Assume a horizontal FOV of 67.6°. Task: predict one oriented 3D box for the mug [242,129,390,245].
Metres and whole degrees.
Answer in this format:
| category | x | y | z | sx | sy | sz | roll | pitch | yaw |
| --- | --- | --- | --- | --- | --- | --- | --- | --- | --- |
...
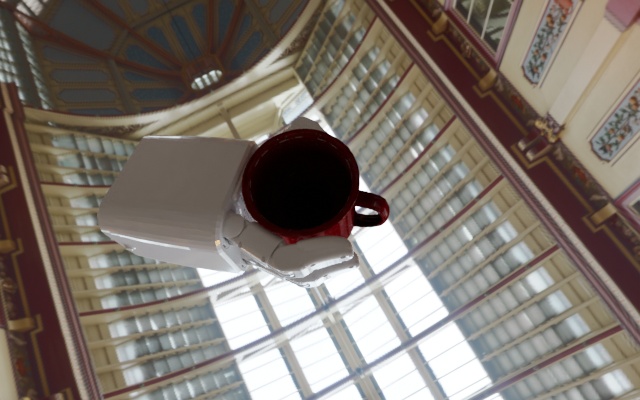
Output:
| category | x | y | z | sx | sy | sz | roll | pitch | yaw |
| --- | --- | --- | --- | --- | --- | --- | --- | --- | --- |
| mug | 0.002 | 0.002 | 0.404 | 0.117 | 0.093 | 0.081 | 8 | -22 | 10 |
